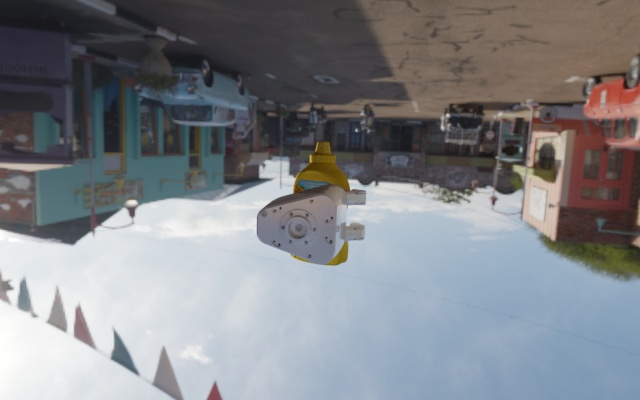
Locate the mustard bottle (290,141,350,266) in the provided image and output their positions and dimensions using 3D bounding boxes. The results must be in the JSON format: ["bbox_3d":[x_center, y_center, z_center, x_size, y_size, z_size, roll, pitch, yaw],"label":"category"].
[{"bbox_3d":[0.000,0.003,0.761,0.096,0.191,0.058,7,8,33],"label":"mustard bottle"}]
